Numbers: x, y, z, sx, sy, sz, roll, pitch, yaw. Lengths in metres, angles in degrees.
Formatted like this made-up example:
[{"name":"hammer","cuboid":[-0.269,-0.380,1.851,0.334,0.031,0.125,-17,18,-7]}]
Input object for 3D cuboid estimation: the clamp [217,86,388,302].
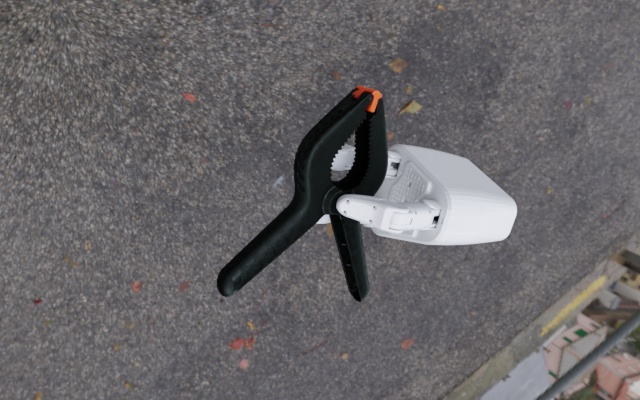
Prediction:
[{"name":"clamp","cuboid":[0.001,0.001,0.423,0.164,0.210,0.036,3,19,-35]}]
